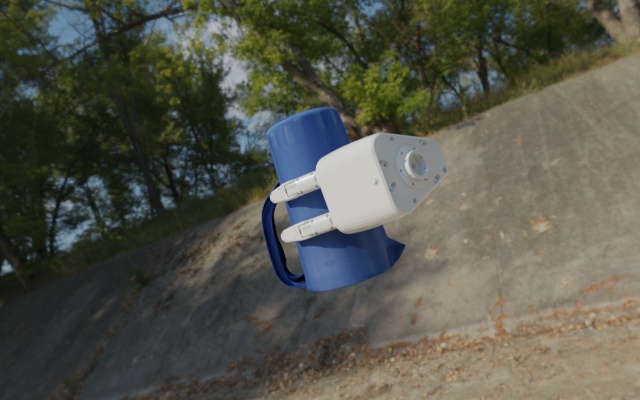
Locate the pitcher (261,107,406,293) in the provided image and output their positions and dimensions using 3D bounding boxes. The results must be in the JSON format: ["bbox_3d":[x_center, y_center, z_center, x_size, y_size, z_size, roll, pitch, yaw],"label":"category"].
[{"bbox_3d":[0.000,0.002,0.677,0.149,0.243,0.145,-18,-2,-34],"label":"pitcher"}]
